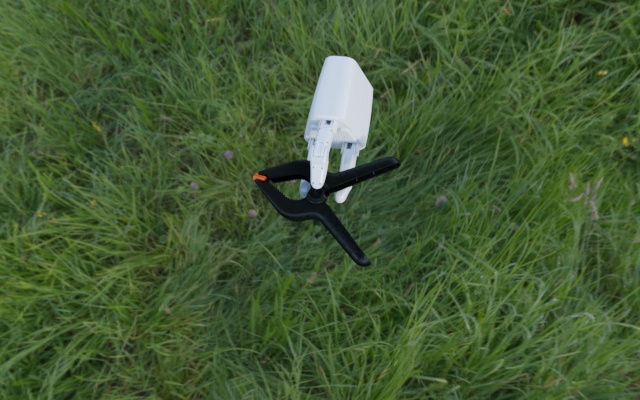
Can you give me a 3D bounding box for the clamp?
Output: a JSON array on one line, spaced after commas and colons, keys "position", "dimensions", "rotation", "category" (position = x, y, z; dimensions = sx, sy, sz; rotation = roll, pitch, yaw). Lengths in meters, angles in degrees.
[{"position": [0.000, 0.002, 0.690], "dimensions": [0.210, 0.164, 0.036], "rotation": [8, -18, 12], "category": "clamp"}]
